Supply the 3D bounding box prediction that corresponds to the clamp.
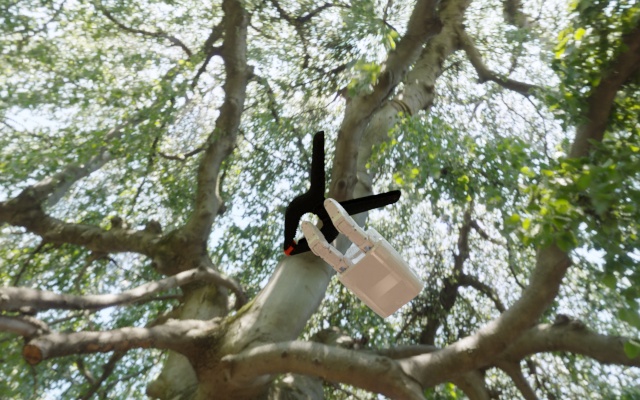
[{"bbox_3d":[0.000,0.003,0.768,0.210,0.164,0.036,-43,7,20],"label":"clamp"}]
